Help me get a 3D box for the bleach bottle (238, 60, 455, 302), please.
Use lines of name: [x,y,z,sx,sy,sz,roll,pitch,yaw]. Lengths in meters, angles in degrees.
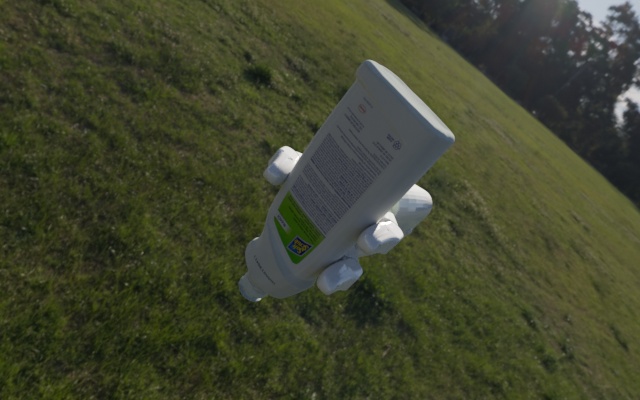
bleach bottle: [0.000,0.001,0.444,0.251,0.102,0.068,-48,-27,24]
